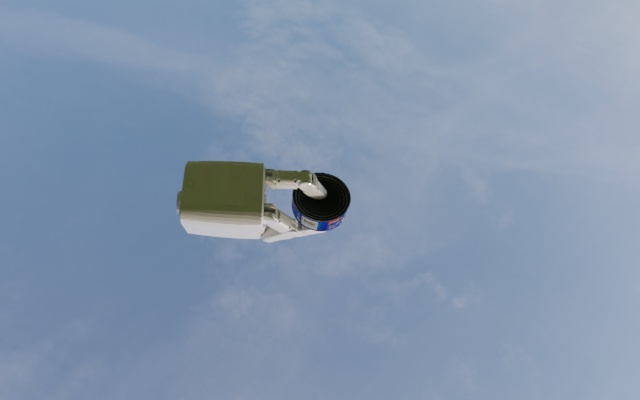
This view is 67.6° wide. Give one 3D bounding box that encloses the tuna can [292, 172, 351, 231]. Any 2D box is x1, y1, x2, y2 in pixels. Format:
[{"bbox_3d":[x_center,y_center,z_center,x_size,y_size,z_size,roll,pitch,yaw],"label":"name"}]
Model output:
[{"bbox_3d":[0.000,0.003,0.708,0.086,0.086,0.034,0,-33,-7],"label":"tuna can"}]
